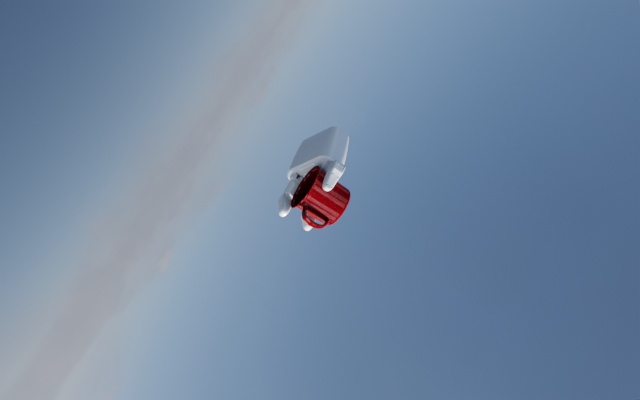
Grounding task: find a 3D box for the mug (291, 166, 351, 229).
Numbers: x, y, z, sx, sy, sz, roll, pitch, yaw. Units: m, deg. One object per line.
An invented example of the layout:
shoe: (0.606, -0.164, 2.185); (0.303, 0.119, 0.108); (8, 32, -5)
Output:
mug: (0.000, 0.004, 0.895); (0.081, 0.117, 0.093); (32, -45, -17)
